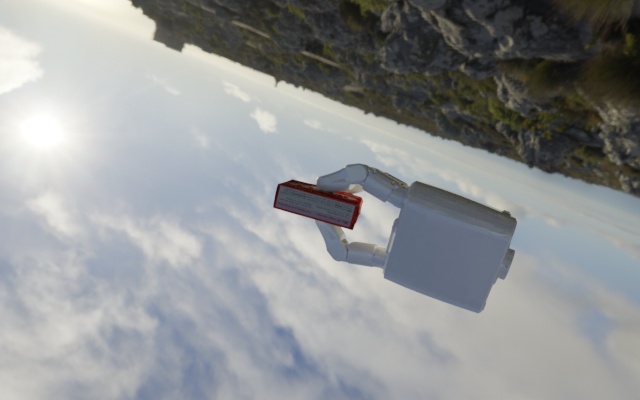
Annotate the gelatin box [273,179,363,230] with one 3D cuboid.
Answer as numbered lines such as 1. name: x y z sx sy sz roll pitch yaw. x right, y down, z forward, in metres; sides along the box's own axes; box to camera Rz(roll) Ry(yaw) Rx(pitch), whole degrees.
1. gelatin box: 0.000 0.002 0.523 0.089 0.030 0.073 15 8 6
